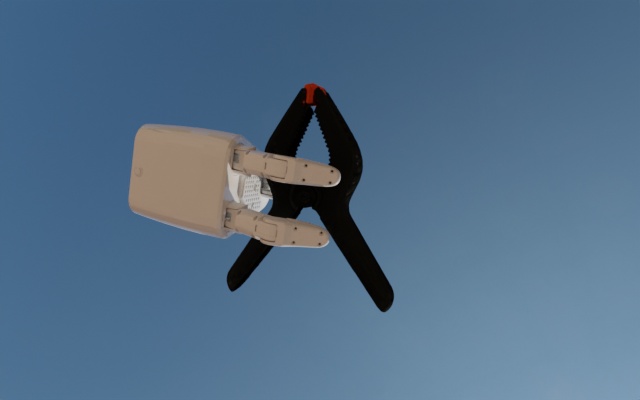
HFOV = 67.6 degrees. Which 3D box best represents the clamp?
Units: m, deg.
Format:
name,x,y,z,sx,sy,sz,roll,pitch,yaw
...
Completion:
name,x,y,z,sx,sy,sz,roll,pitch,yaw
clamp,0.000,0.001,0.444,0.164,0.210,0.036,11,8,14
